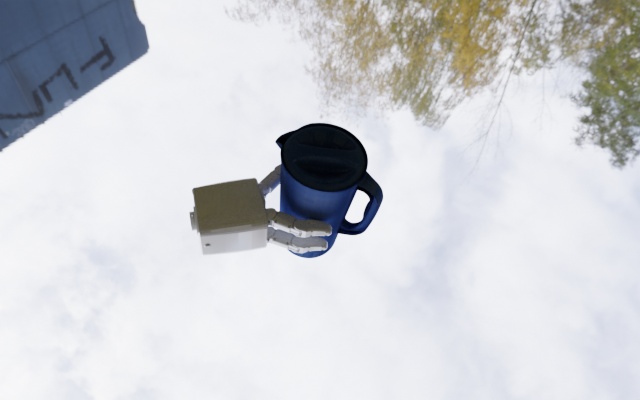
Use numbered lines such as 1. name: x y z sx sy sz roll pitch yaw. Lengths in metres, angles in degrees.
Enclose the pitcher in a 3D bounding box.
1. pitcher: 0.000 0.003 0.800 0.145 0.149 0.243 -10 -32 -15
